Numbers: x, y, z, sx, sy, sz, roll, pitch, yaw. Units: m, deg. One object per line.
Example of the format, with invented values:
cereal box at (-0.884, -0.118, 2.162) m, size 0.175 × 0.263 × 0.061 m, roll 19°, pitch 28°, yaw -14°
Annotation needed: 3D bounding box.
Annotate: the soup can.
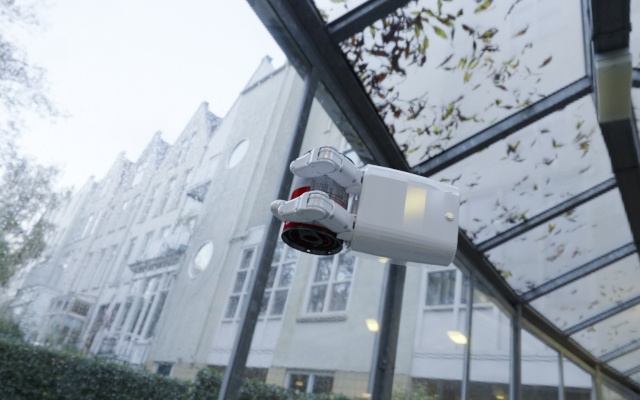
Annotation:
soup can at (0.000, 0.001, 0.536) m, size 0.068 × 0.102 × 0.068 m, roll 10°, pitch -27°, yaw 5°
